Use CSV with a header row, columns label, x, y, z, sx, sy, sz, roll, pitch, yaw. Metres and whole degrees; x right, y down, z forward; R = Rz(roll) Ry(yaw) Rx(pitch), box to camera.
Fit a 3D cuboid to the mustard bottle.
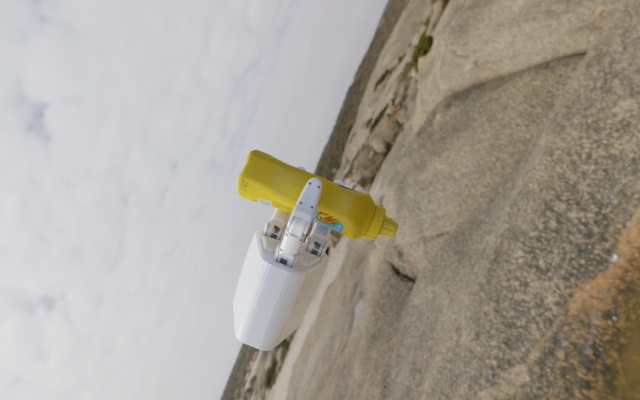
label,x,y,z,sx,sy,sz,roll,pitch,yaw
mustard bottle,0.000,0.001,0.567,0.191,0.058,0.096,22,-12,0
